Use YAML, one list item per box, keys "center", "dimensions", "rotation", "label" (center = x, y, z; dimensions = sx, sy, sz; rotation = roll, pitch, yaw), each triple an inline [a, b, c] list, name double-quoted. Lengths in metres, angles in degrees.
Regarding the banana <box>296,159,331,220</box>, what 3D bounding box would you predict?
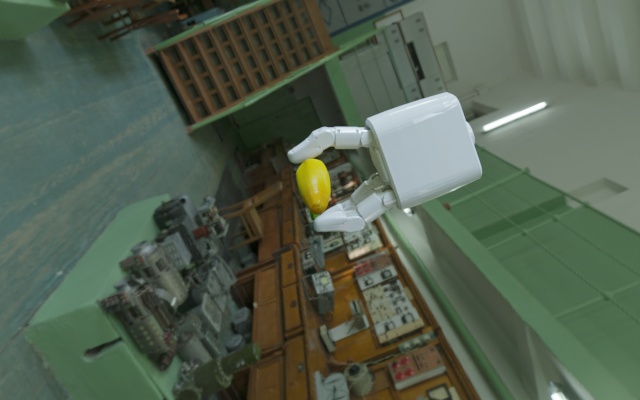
- center: [-0.006, -0.016, 0.555]
  dimensions: [0.037, 0.069, 0.198]
  rotation: [-17, -4, -1]
  label: "banana"
